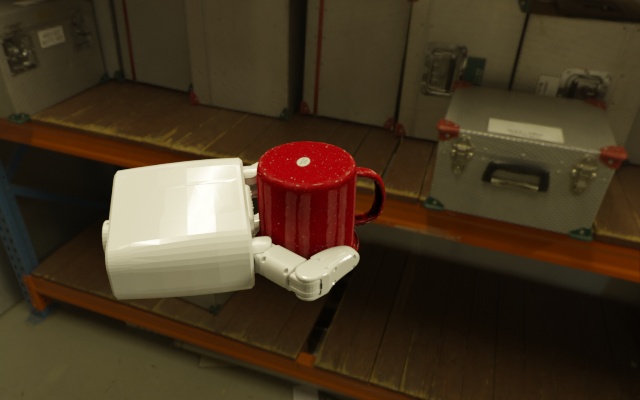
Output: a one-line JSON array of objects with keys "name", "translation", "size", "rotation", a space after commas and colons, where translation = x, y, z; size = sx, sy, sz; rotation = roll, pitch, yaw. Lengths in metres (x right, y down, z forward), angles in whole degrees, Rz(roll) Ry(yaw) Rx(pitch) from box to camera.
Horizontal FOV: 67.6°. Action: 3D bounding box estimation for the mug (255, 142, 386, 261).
[{"name": "mug", "translation": [0.001, 0.001, 0.406], "size": [0.117, 0.081, 0.093], "rotation": [-6, 33, -11]}]
